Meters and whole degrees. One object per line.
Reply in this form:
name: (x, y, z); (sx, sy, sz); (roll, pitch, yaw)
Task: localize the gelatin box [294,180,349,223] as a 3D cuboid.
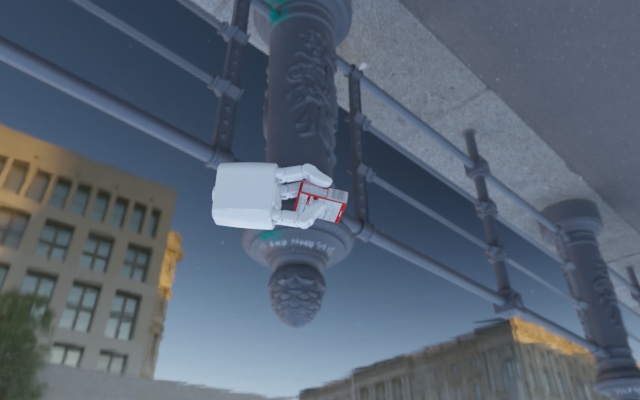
gelatin box: (0.000, 0.003, 0.876); (0.089, 0.030, 0.073); (14, -33, -3)
